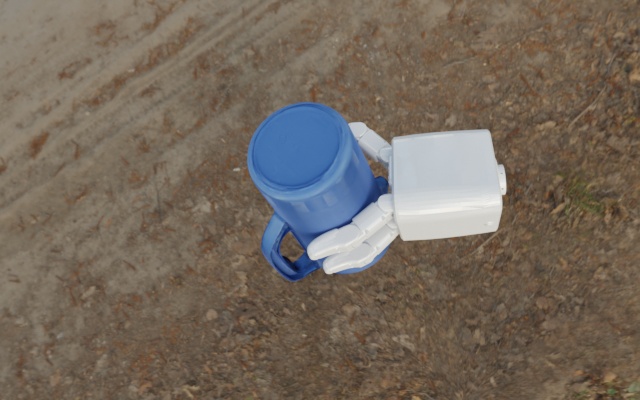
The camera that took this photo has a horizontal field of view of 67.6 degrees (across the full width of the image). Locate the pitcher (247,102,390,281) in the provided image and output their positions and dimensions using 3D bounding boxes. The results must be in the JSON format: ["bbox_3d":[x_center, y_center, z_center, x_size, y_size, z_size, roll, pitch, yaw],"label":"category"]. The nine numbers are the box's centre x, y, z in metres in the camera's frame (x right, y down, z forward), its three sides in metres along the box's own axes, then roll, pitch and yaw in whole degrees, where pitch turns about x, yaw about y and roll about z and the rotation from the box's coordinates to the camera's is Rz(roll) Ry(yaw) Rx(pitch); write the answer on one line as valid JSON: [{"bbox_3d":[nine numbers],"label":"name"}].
[{"bbox_3d":[0.000,0.002,0.558,0.145,0.149,0.243,-4,-23,14],"label":"pitcher"}]
